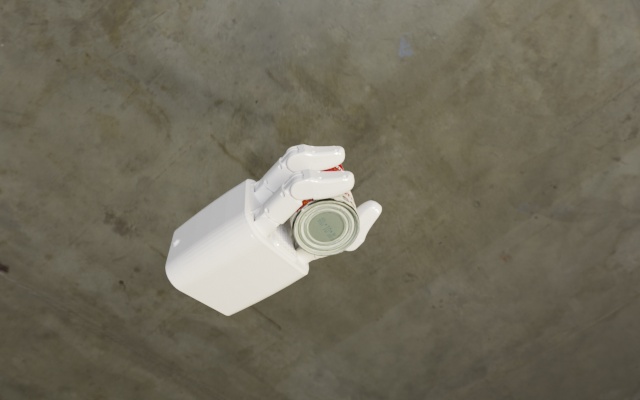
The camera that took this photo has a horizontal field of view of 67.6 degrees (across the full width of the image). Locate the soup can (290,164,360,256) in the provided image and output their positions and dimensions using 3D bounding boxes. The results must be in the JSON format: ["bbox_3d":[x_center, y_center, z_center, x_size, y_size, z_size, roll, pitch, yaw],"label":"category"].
[{"bbox_3d":[0.001,0.002,0.500,0.068,0.068,0.102,0,31,-7],"label":"soup can"}]
